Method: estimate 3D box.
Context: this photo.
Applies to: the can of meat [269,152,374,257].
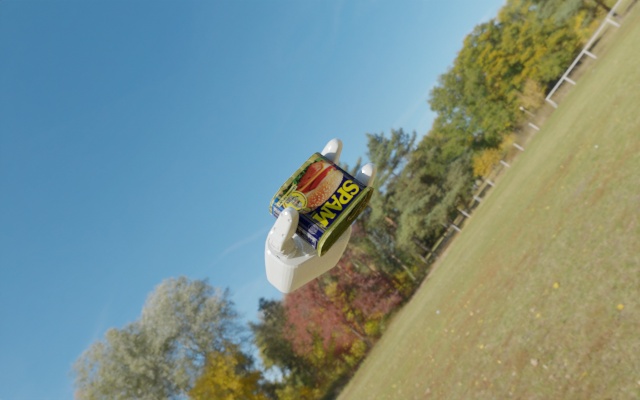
[{"bbox_3d":[0.000,0.002,0.579,0.084,0.102,0.057,37,-24,15],"label":"can of meat"}]
